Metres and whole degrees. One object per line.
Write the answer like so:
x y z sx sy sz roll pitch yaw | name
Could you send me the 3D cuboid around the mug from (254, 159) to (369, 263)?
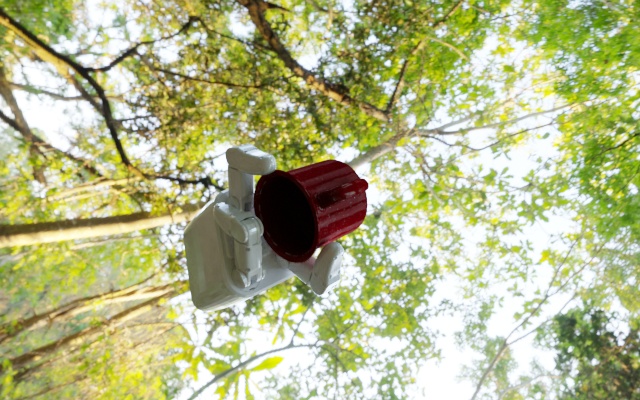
0.001 0.001 0.471 0.081 0.093 0.117 -21 -5 -41 | mug
